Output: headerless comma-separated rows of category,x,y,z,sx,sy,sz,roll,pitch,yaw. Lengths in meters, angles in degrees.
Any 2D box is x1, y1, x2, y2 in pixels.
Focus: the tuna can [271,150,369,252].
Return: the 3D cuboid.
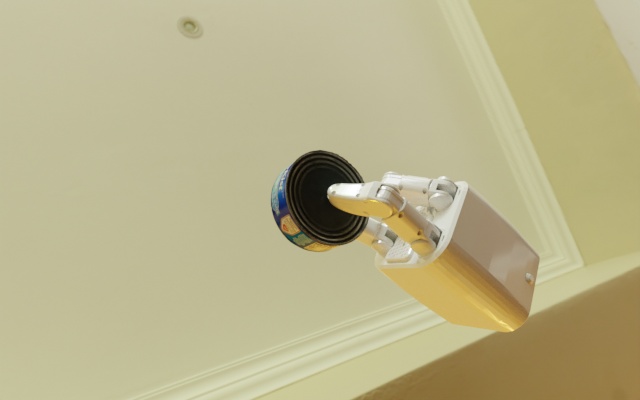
tuna can,0.000,0.002,0.421,0.086,0.086,0.034,0,-17,-33
